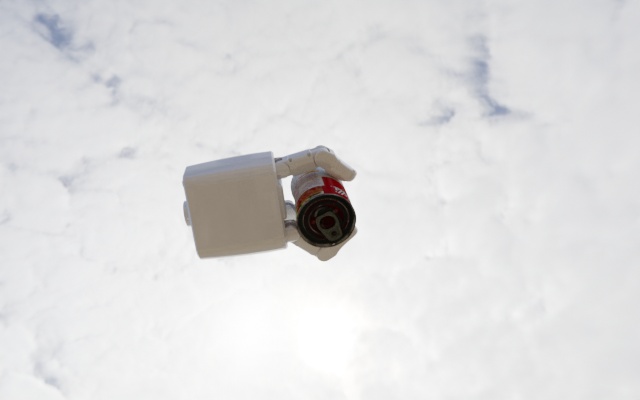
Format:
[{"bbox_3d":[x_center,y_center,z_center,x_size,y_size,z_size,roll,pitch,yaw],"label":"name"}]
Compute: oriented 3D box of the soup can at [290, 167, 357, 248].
[{"bbox_3d":[0.001,0.002,0.574,0.068,0.068,0.102,0,26,-8],"label":"soup can"}]
